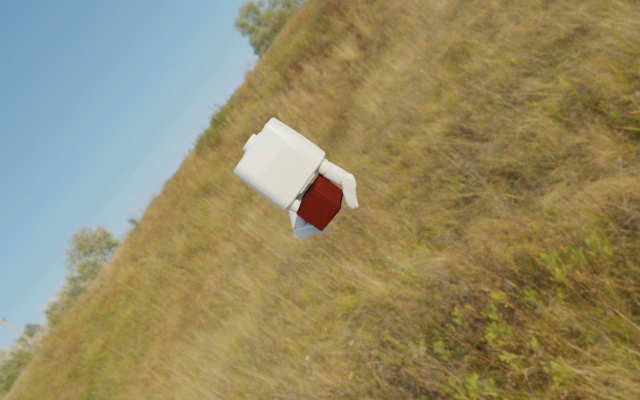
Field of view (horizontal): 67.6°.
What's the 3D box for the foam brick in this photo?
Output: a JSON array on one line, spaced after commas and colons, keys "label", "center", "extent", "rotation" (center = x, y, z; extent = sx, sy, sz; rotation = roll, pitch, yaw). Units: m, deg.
[{"label": "foam brick", "center": [0.000, 0.003, 0.763], "extent": [0.051, 0.053, 0.078], "rotation": [35, 20, -8]}]
